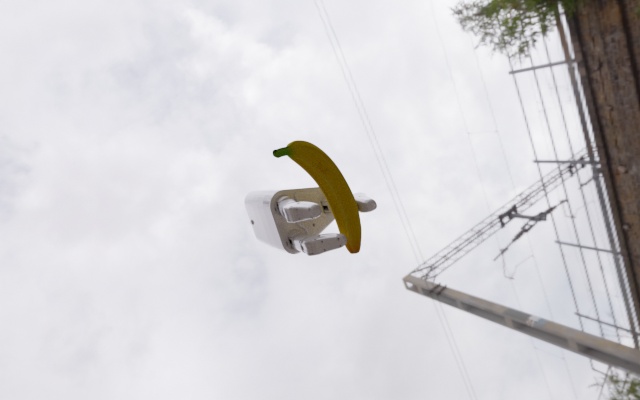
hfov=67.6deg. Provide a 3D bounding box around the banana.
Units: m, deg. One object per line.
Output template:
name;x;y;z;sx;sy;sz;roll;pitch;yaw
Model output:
banana;0.009;-0.014;0.644;0.037;0.069;0.198;2;-42;52
